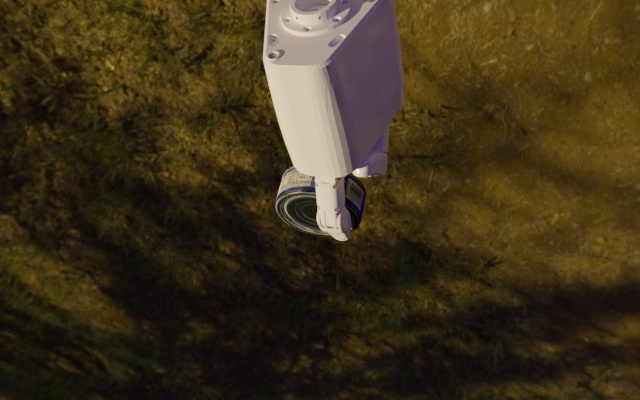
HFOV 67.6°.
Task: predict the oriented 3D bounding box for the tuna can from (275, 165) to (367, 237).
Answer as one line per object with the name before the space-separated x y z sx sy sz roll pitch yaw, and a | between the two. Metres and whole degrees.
tuna can | 0.000 0.002 0.465 0.086 0.033 0.086 10 -31 6
